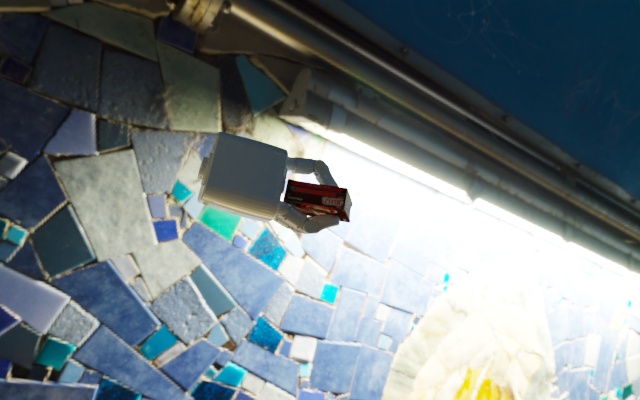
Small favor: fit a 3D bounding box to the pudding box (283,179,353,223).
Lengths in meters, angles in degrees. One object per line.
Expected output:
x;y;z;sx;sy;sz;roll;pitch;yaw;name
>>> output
0.000;0.002;0.725;0.090;0.039;0.113;10;-8;10;pudding box
